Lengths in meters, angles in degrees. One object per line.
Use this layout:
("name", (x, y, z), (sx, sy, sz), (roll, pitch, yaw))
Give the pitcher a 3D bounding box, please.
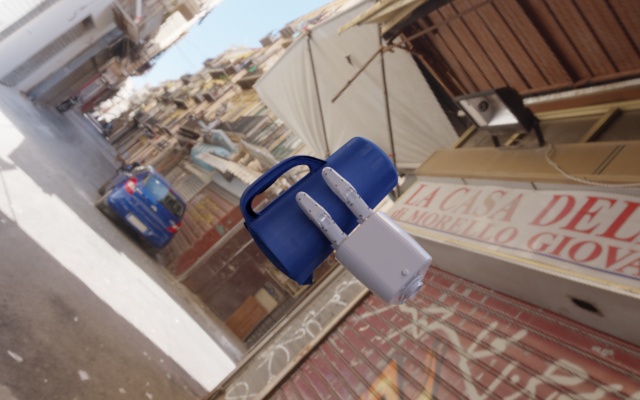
("pitcher", (0.000, 0.003, 0.763), (0.145, 0.243, 0.149), (42, -13, 25))
